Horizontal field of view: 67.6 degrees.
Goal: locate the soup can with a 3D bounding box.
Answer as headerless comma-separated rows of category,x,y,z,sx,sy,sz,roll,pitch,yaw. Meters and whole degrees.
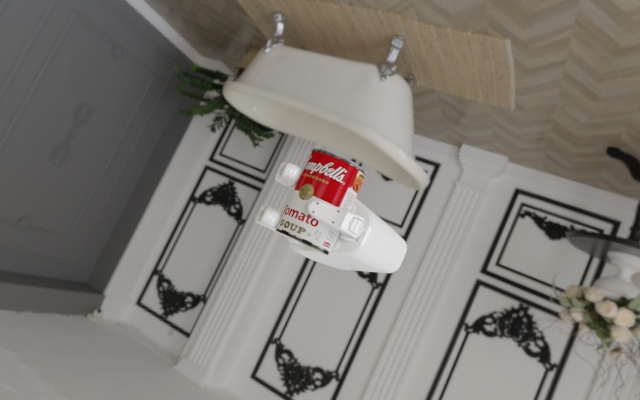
soup can,0.000,0.002,0.537,0.068,0.102,0.068,25,-6,3
